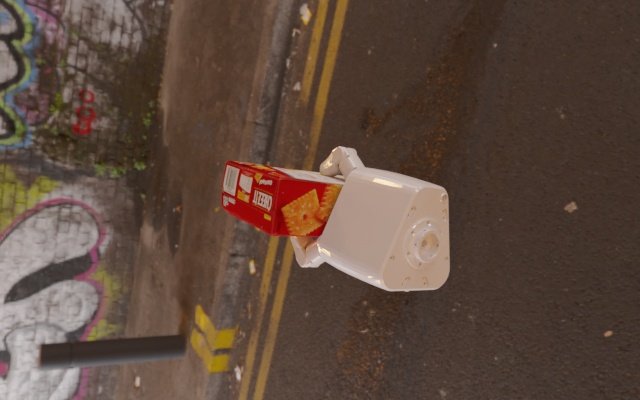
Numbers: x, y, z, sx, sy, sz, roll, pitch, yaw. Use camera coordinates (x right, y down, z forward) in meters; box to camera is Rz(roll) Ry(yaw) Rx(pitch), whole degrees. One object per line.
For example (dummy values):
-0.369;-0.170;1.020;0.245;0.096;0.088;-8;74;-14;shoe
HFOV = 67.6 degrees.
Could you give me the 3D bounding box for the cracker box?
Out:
0.000;0.002;0.619;0.214;0.072;0.164;6;7;-33;cracker box
